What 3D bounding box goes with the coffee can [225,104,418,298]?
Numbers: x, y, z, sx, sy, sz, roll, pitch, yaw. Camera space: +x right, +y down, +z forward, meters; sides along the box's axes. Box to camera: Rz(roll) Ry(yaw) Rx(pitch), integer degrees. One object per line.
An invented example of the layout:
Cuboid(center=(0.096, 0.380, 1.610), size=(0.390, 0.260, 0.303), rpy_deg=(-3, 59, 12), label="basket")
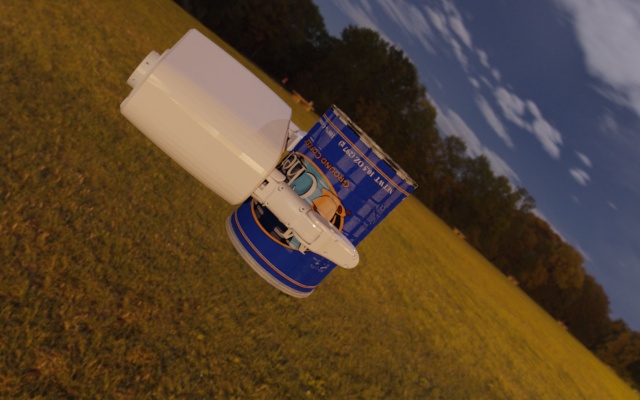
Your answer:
Cuboid(center=(0.000, 0.002, 0.424), size=(0.103, 0.140, 0.102), rpy_deg=(42, 11, -10), label="coffee can")
